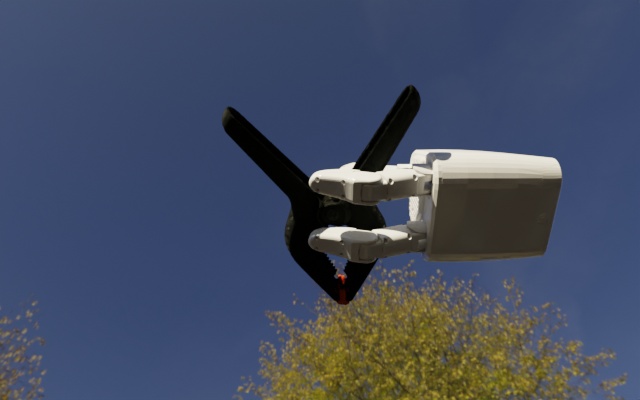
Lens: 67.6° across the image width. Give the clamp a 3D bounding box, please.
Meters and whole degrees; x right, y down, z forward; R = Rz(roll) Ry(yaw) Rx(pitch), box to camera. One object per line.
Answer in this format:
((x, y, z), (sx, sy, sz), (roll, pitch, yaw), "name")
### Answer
((0.000, 0.002, 0.433), (0.164, 0.210, 0.036), (1, 25, 2), "clamp")
